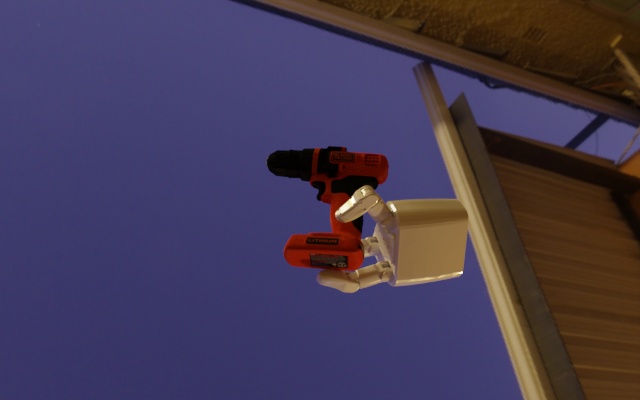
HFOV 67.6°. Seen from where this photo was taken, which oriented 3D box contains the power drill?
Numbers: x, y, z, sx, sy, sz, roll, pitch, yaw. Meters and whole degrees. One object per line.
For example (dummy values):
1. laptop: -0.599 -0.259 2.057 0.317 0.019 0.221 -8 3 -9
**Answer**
1. power drill: 0.000 0.003 0.678 0.184 0.187 0.057 3 -34 9
